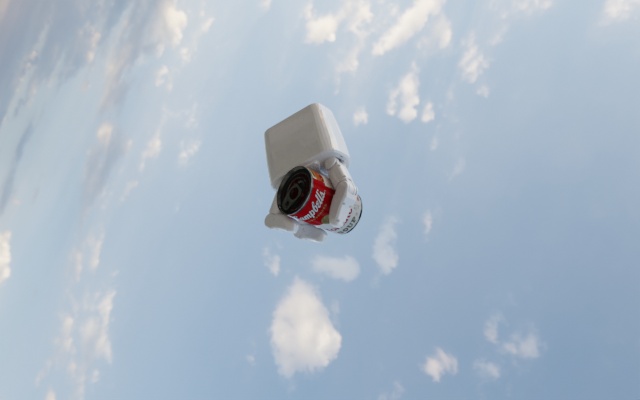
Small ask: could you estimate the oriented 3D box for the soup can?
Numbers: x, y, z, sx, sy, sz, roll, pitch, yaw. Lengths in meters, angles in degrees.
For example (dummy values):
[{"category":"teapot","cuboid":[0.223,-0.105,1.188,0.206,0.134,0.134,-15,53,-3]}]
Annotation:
[{"category":"soup can","cuboid":[0.001,0.003,0.652,0.102,0.068,0.068,24,-16,-40]}]
